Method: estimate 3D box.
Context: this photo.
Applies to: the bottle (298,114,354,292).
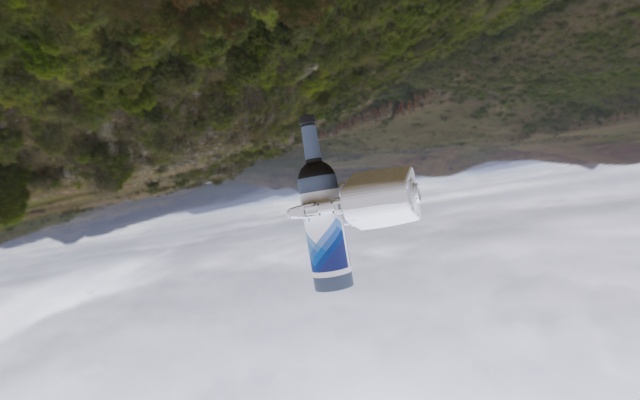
[{"bbox_3d":[0.000,0.003,0.808,0.069,0.295,0.069,-9,1,0],"label":"bottle"}]
